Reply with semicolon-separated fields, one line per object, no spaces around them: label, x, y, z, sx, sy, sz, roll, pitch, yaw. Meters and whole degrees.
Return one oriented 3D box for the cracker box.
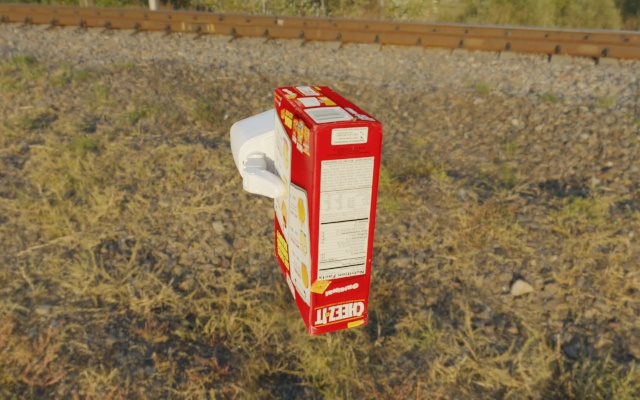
cracker box;0.000;0.001;0.501;0.072;0.214;0.164;-6;25;-16
